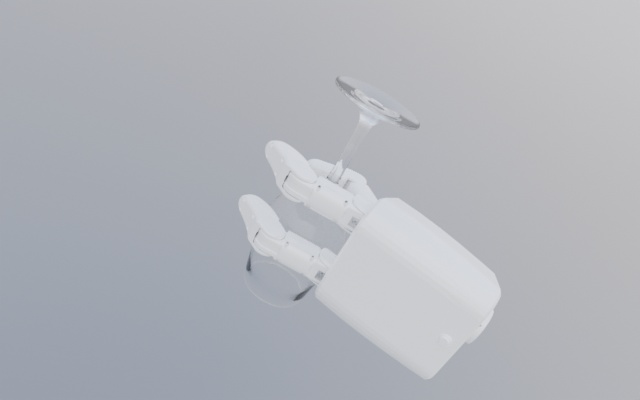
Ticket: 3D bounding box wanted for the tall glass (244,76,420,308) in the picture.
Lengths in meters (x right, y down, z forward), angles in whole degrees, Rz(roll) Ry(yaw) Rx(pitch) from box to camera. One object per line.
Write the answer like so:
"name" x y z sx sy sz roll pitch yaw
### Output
"tall glass" 0.000 0.001 0.409 0.079 0.201 0.079 24 27 -13
